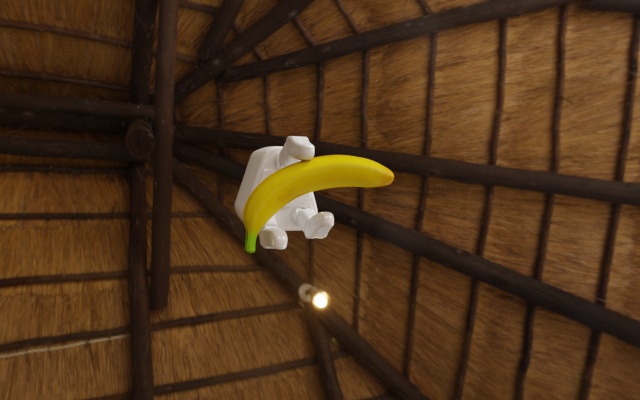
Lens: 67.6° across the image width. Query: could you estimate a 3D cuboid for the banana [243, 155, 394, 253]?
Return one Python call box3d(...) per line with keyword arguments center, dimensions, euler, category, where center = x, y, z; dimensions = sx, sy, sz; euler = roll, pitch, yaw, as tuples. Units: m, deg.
box3d(center=(-0.010, -0.014, 0.542), dimensions=(0.198, 0.069, 0.037), euler=(-26, 9, -17), category="banana")
